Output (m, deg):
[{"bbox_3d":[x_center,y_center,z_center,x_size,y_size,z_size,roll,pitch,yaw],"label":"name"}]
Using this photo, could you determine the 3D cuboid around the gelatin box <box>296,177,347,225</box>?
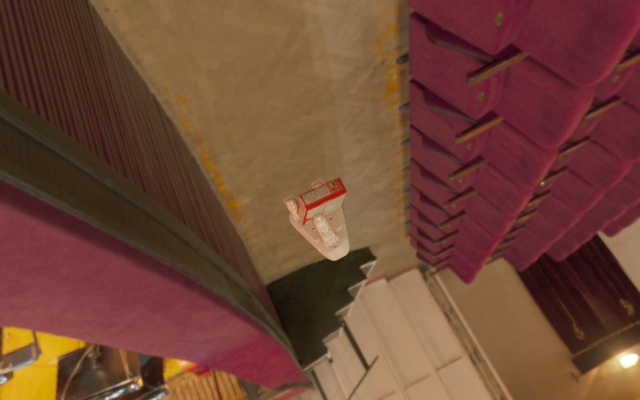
[{"bbox_3d":[0.000,0.003,0.781,0.073,0.030,0.089,-24,-15,-13],"label":"gelatin box"}]
